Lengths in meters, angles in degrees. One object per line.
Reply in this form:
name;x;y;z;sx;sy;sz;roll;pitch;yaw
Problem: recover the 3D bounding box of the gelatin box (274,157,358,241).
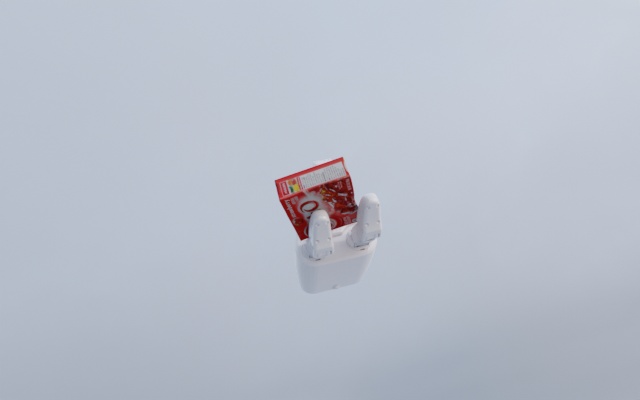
gelatin box;0.000;0.001;0.497;0.073;0.030;0.089;-18;-35;1
